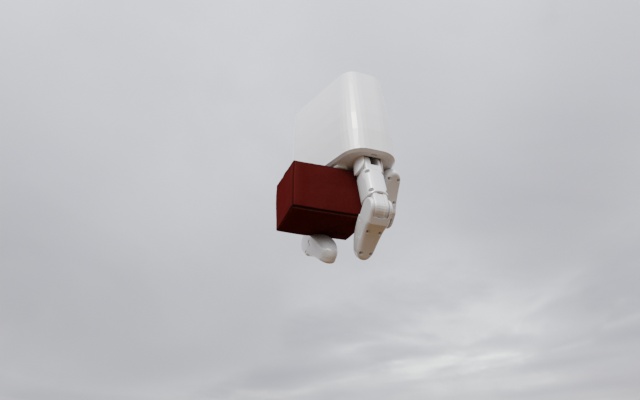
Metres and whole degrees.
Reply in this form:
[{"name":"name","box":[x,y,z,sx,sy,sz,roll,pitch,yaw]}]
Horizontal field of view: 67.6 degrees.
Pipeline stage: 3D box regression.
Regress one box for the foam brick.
[{"name":"foam brick","box":[0.000,0.002,0.463,0.078,0.051,0.053,9,-31,-21]}]
